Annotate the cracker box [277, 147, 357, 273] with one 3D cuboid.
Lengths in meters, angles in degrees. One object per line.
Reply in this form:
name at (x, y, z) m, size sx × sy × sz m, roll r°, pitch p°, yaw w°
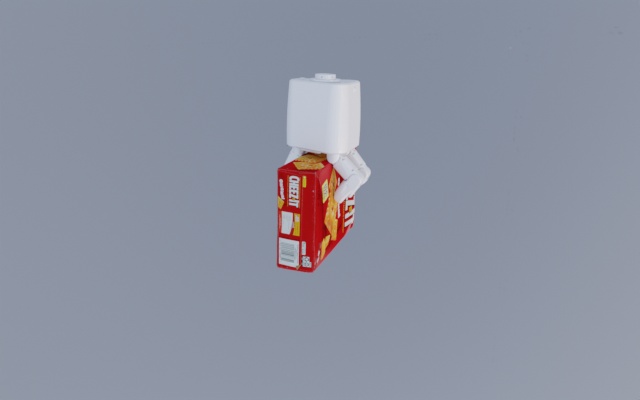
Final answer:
cracker box at (0.000, 0.003, 0.805) m, size 0.072 × 0.164 × 0.213 m, roll 8°, pitch 20°, yaw 19°
